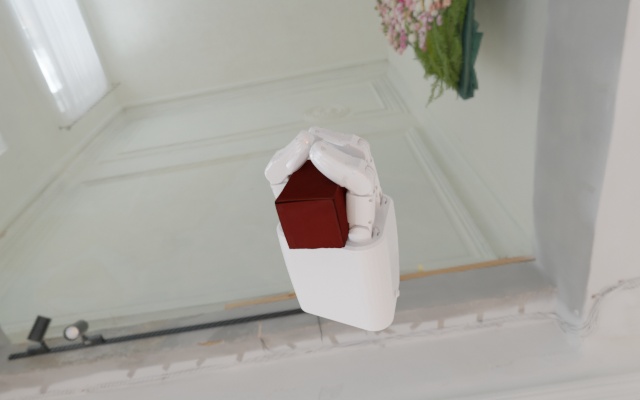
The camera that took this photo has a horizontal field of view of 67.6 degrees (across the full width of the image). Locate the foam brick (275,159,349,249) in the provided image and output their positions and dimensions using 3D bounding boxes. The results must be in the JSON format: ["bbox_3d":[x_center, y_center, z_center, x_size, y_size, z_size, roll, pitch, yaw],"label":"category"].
[{"bbox_3d":[0.000,0.001,0.427,0.053,0.051,0.078,-2,30,18],"label":"foam brick"}]
